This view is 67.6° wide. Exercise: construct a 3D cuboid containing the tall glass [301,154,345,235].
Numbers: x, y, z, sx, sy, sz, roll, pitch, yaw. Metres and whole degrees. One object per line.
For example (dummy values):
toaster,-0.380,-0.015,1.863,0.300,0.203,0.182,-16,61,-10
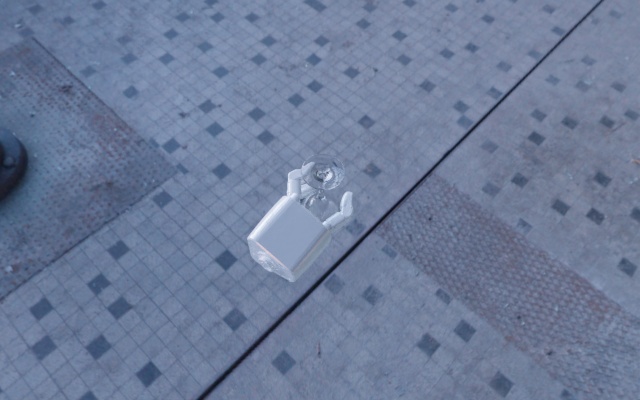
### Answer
tall glass,0.000,0.002,0.893,0.079,0.079,0.201,0,-32,-2
